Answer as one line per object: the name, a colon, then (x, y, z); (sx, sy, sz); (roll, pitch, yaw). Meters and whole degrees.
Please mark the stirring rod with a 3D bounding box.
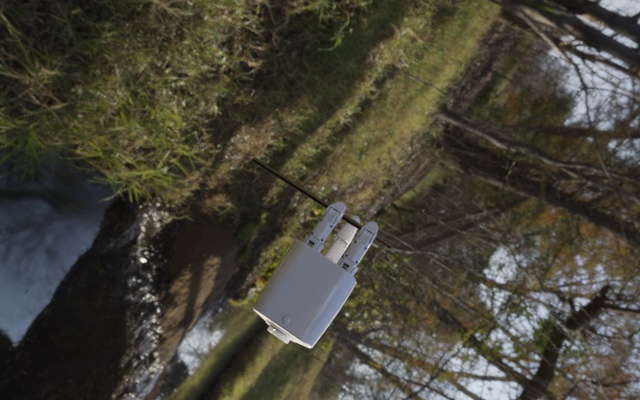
stirring rod: (0.000, 0.002, 0.700); (0.239, 0.011, 0.011); (32, 5, 7)
